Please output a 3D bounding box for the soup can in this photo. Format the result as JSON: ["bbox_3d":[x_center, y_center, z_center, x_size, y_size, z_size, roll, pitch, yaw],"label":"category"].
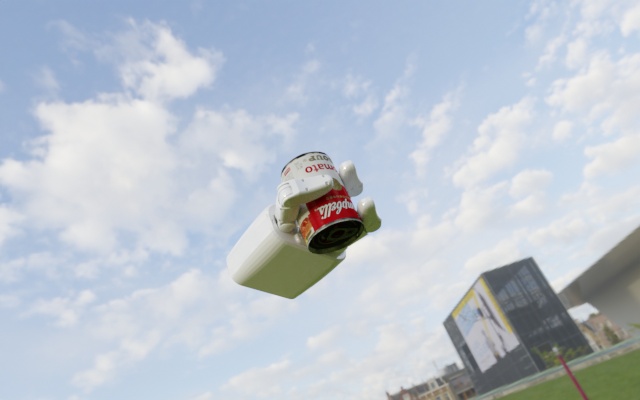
[{"bbox_3d":[0.000,0.001,0.557,0.068,0.102,0.068,-17,-31,-11],"label":"soup can"}]
